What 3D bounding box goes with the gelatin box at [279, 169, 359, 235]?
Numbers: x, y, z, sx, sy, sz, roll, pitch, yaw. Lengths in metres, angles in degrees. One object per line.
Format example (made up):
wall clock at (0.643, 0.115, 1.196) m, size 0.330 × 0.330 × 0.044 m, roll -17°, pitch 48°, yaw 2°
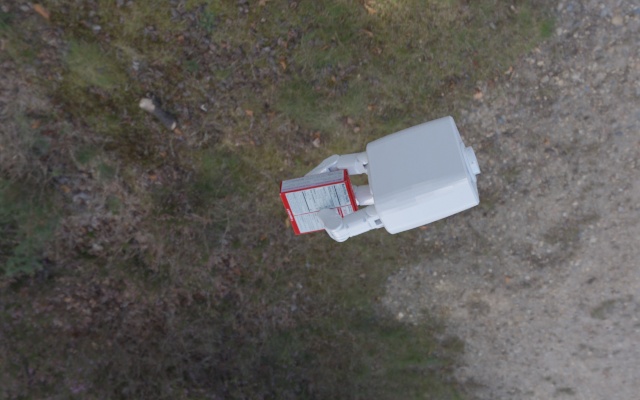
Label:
gelatin box at (0.000, 0.002, 0.613) m, size 0.089 × 0.073 × 0.030 m, roll -11°, pitch 39°, yaw 10°
